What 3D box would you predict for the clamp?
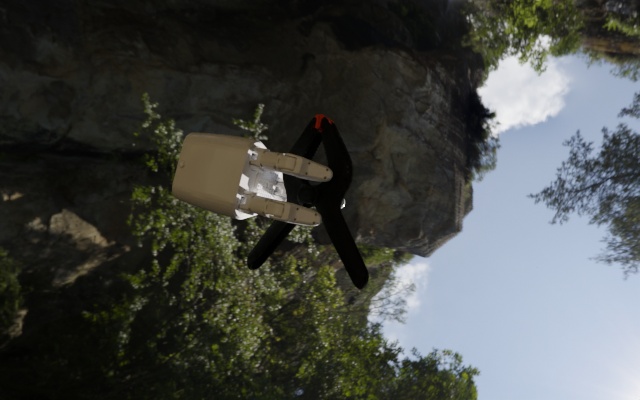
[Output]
[{"bbox_3d":[0.000,0.001,0.583,0.164,0.210,0.036,13,-2,27],"label":"clamp"}]
